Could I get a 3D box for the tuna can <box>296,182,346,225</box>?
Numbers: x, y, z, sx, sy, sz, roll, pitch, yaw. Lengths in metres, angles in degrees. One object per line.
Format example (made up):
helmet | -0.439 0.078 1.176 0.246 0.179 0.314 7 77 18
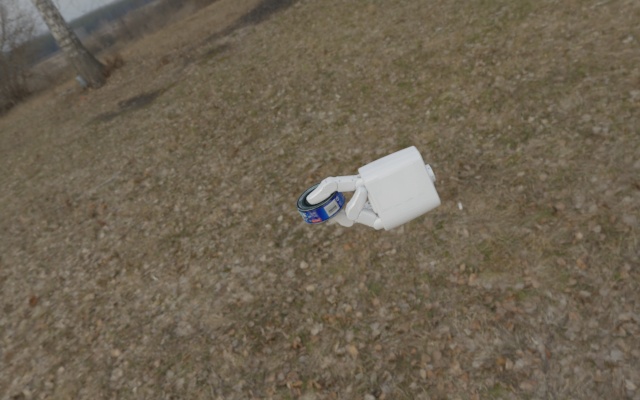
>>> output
tuna can | 0.000 0.002 0.861 0.086 0.034 0.086 -23 29 14
